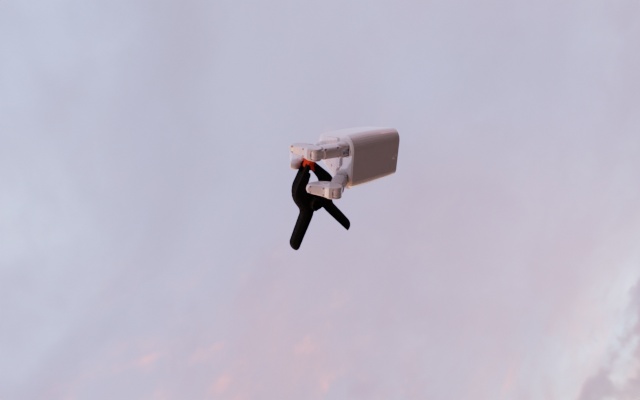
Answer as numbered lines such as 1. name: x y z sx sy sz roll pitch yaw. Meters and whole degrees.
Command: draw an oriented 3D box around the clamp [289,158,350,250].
1. clamp: 0.000 0.002 0.845 0.120 0.172 0.039 -16 34 -28
